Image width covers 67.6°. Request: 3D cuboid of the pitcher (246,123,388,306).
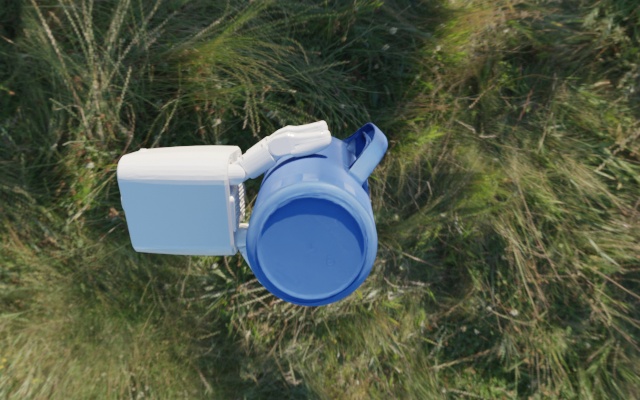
[{"bbox_3d":[0.000,0.002,0.494,0.145,0.149,0.242,0,14,0],"label":"pitcher"}]
